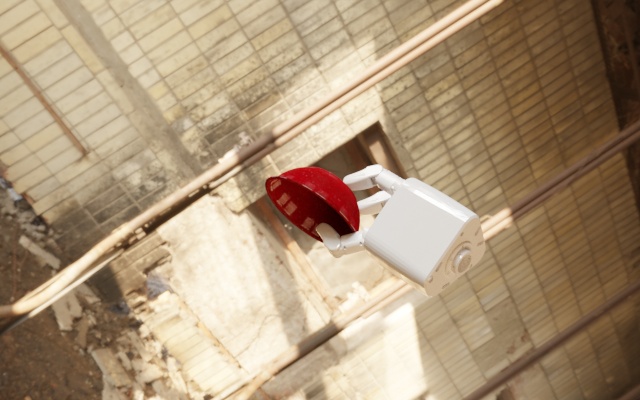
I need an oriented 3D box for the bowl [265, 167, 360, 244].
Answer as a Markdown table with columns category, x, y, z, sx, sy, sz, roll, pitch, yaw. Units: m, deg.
| category | x | y | z | sx | sy | sz | roll | pitch | yaw |
| --- | --- | --- | --- | --- | --- | --- | --- | --- | --- |
| bowl | -0.001 | 0.001 | 0.692 | 0.162 | 0.055 | 0.162 | 30 | -23 | 14 |
